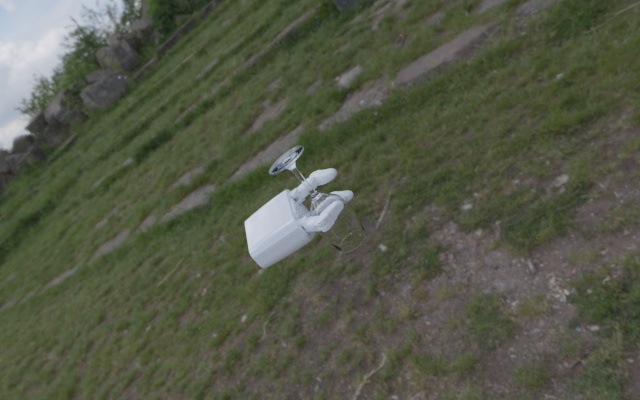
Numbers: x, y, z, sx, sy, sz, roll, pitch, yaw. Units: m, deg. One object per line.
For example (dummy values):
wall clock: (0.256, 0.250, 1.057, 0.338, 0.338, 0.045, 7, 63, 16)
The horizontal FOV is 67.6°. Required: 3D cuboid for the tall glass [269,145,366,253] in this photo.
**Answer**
tall glass: (0.000, 0.002, 0.839, 0.079, 0.201, 0.079, -33, 22, 16)
